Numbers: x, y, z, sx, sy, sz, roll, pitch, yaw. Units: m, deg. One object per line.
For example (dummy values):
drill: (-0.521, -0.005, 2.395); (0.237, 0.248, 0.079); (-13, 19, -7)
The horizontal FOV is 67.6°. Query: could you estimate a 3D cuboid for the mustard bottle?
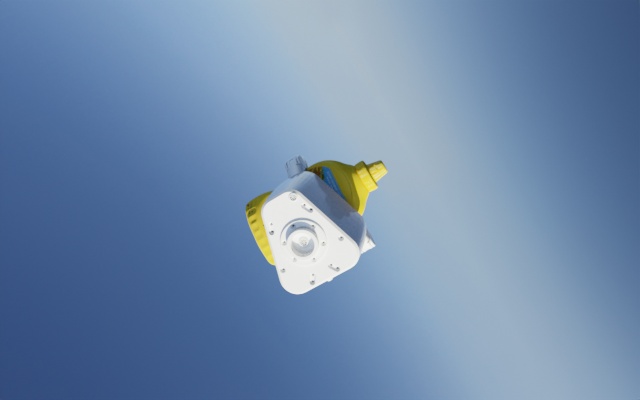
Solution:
mustard bottle: (0.000, 0.002, 0.629); (0.191, 0.096, 0.058); (-30, -18, 12)
